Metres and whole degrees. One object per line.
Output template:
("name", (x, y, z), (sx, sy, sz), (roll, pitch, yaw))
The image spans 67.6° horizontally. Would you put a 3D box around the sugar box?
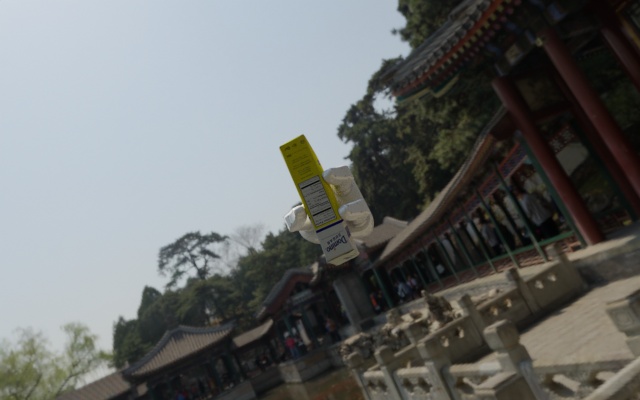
("sugar box", (0.001, 0.002, 0.677), (0.048, 0.176, 0.093), (-27, -13, 4))
